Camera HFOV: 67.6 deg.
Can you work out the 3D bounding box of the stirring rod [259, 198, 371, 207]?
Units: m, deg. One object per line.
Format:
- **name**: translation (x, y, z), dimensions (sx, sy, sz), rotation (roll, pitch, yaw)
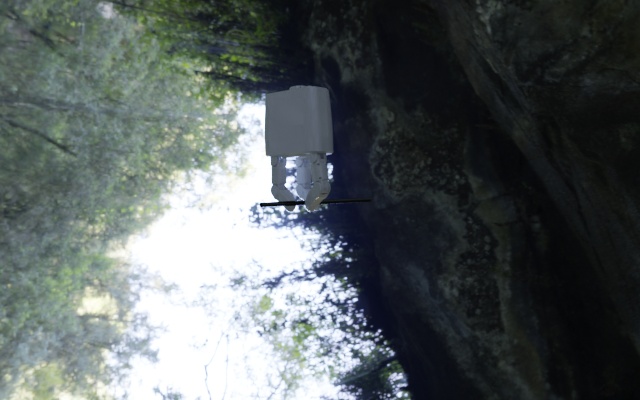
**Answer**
- **stirring rod**: translation (0.000, 0.003, 0.809), dimensions (0.239, 0.011, 0.011), rotation (-3, 2, -40)
